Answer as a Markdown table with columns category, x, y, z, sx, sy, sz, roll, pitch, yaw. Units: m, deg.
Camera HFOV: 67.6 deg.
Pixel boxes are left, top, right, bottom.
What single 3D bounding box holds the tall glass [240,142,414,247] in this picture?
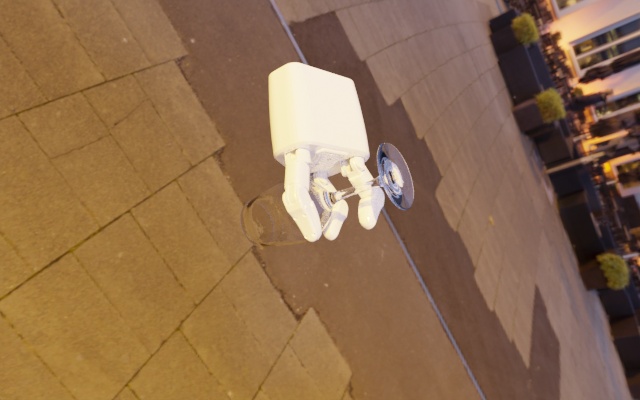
| category | x | y | z | sx | sy | sz | roll | pitch | yaw |
| --- | --- | --- | --- | --- | --- | --- | --- | --- | --- |
| tall glass | 0.001 | 0.002 | 0.549 | 0.201 | 0.079 | 0.079 | -20 | -11 | 32 |
